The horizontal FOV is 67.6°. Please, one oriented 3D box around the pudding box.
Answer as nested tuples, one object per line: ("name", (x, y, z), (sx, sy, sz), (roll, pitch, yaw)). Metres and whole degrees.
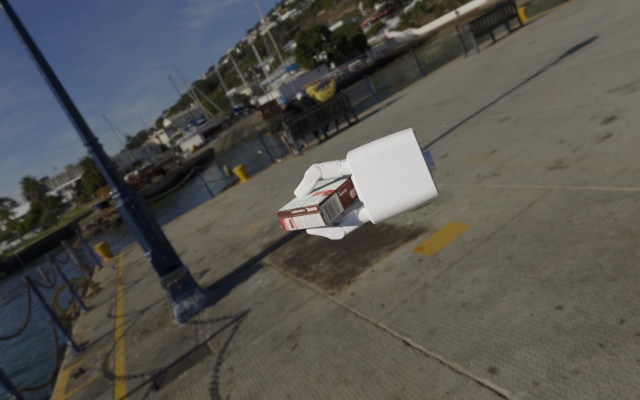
("pudding box", (0.000, 0.002, 0.745), (0.090, 0.039, 0.113), (-11, 19, 40))
